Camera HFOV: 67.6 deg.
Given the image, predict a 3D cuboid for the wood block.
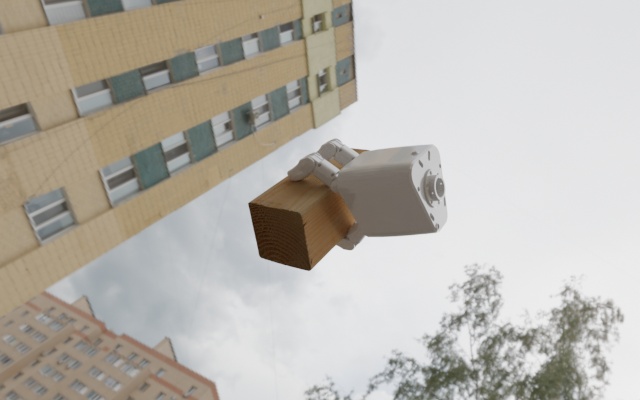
[{"bbox_3d":[0.001,0.003,0.696,0.090,0.091,0.206,10,32,32],"label":"wood block"}]
